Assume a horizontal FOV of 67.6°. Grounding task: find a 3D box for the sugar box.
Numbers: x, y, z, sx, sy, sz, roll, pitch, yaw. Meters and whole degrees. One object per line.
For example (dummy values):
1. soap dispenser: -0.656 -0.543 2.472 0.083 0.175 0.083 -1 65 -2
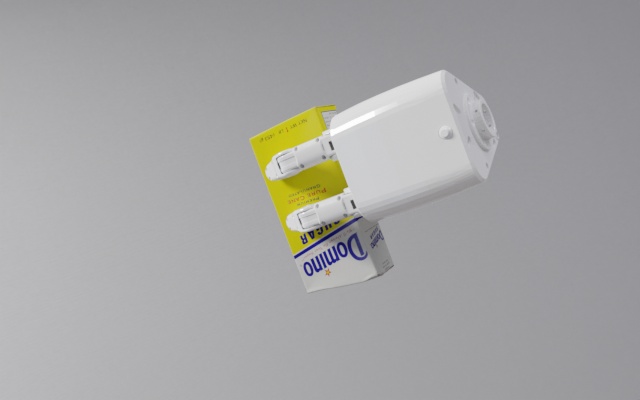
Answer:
1. sugar box: 0.000 0.002 0.492 0.093 0.176 0.048 -20 0 34
